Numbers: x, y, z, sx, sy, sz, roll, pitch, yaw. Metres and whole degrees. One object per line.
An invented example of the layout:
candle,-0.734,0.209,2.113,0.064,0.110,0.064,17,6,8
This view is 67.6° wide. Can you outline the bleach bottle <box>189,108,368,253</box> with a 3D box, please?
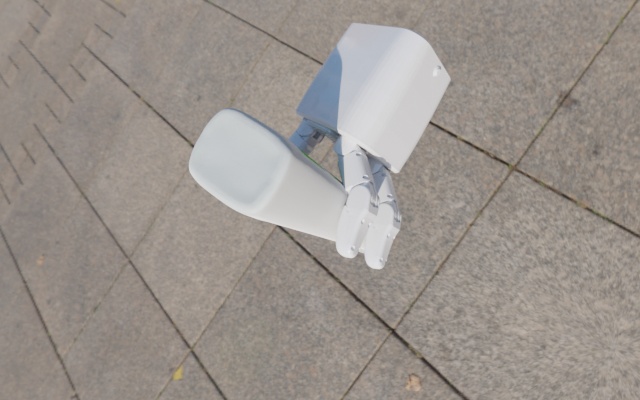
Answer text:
bleach bottle,0.000,0.002,0.458,0.102,0.068,0.251,34,4,34
